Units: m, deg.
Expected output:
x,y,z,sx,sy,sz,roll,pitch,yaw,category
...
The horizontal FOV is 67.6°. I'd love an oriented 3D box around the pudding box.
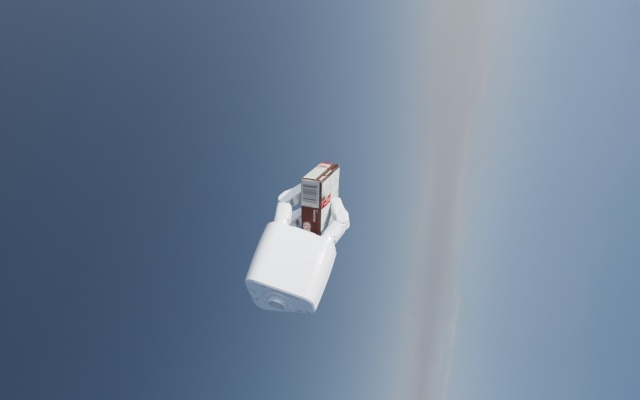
x,y,z,sx,sy,sz,roll,pitch,yaw,category
0.000,0.003,0.803,0.039,0.113,0.090,11,25,18,pudding box
